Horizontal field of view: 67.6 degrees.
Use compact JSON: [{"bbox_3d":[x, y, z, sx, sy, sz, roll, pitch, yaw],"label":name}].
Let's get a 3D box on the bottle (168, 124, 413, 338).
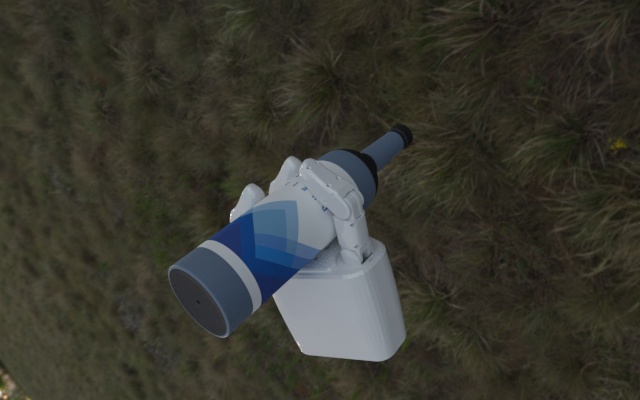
[{"bbox_3d":[0.000,0.001,0.440,0.069,0.069,0.295,0,30,46],"label":"bottle"}]
